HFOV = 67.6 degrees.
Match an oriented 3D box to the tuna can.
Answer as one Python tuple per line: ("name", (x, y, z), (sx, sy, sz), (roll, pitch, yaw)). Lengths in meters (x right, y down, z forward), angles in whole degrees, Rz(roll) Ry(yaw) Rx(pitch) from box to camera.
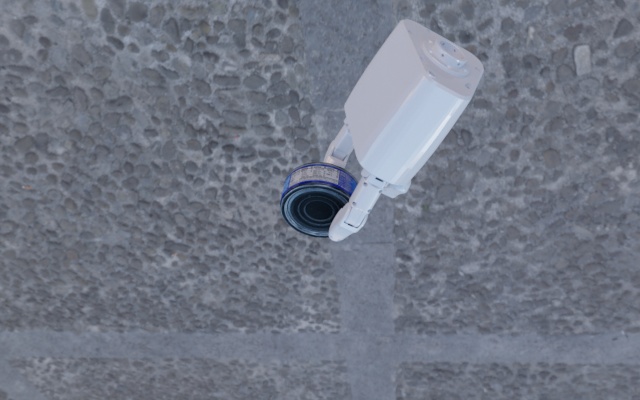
("tuna can", (0.000, 0.002, 0.513), (0.086, 0.033, 0.086), (5, -44, 5))
